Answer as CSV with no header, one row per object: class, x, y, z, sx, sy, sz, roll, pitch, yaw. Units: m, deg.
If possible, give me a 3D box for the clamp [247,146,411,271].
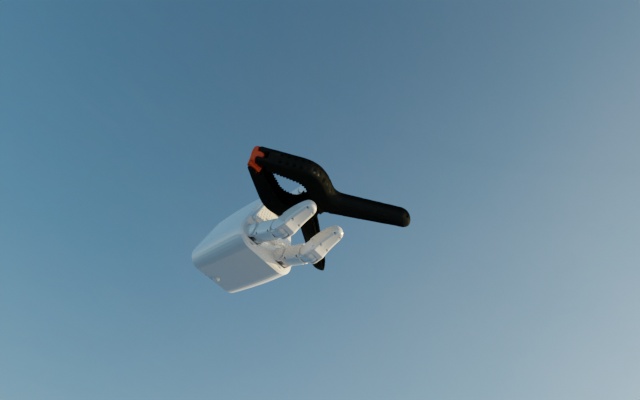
clamp,0.000,0.001,0.602,0.164,0.036,0.210,-27,-56,28
